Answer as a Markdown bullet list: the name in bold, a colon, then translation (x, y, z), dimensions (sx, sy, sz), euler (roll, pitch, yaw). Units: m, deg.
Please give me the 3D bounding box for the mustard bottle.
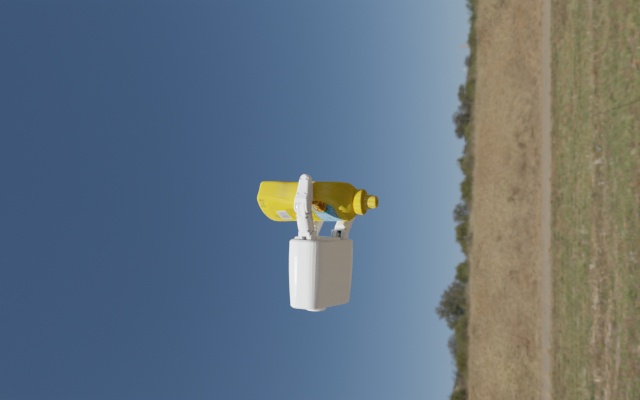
- **mustard bottle**: translation (0.000, 0.002, 0.783), dimensions (0.191, 0.058, 0.096), euler (1, -27, 23)
